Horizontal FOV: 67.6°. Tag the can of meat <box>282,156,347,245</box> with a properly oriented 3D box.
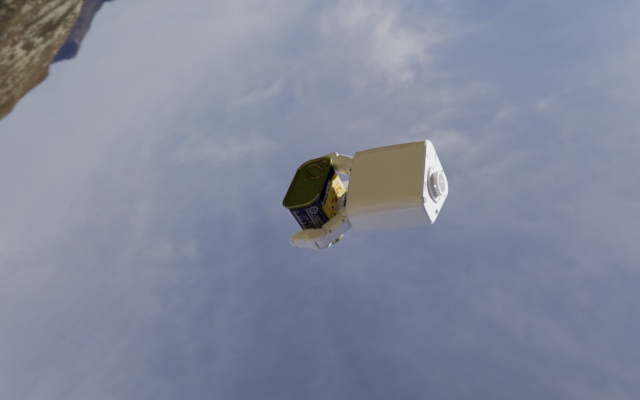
[{"bbox_3d":[0.000,0.003,0.680,0.057,0.084,0.102,-11,38,29],"label":"can of meat"}]
